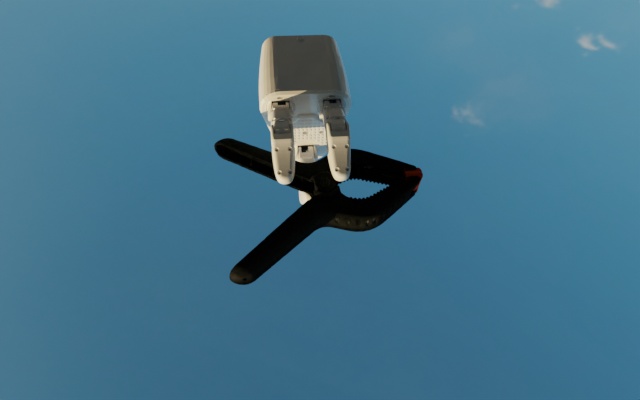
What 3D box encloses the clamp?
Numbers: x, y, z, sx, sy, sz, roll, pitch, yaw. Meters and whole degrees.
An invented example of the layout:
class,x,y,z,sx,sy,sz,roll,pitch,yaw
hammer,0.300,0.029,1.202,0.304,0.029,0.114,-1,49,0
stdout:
class,x,y,z,sx,sy,sz,roll,pitch,yaw
clamp,0.001,0.002,0.470,0.210,0.164,0.036,-2,-33,-6
